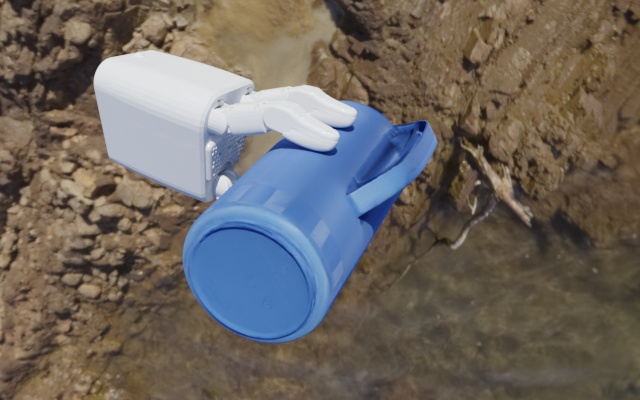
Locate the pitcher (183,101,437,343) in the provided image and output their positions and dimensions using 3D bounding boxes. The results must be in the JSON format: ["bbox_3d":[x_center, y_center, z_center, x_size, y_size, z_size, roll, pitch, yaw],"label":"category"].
[{"bbox_3d":[0.000,0.001,0.408,0.145,0.149,0.242,22,30,9],"label":"pitcher"}]
